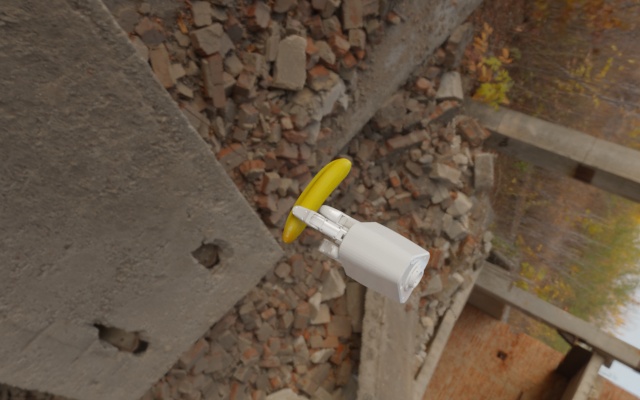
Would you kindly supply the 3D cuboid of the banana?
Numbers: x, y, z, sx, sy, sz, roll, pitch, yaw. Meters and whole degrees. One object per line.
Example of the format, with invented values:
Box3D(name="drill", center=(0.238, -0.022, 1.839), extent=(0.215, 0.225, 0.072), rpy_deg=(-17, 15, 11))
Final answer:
Box3D(name="banana", center=(0.000, -0.011, 0.807), extent=(0.037, 0.197, 0.070), rpy_deg=(27, -30, 26))
